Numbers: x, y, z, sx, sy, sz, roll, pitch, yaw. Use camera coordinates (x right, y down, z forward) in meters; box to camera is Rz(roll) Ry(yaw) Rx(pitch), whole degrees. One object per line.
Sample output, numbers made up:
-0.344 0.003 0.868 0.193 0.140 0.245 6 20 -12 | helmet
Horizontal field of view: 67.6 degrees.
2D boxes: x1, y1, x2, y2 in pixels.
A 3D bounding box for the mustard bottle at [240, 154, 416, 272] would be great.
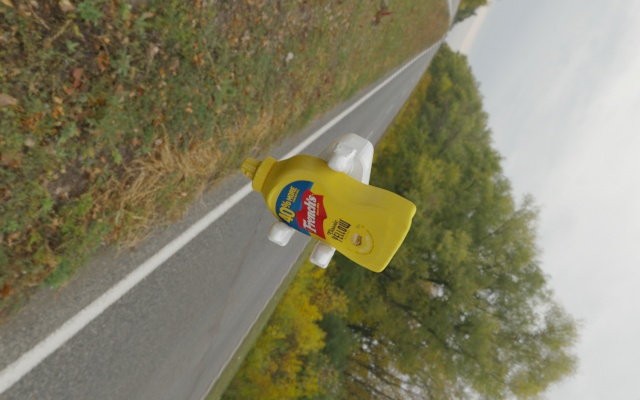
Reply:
0.000 0.002 0.525 0.191 0.096 0.058 27 47 4 | mustard bottle
